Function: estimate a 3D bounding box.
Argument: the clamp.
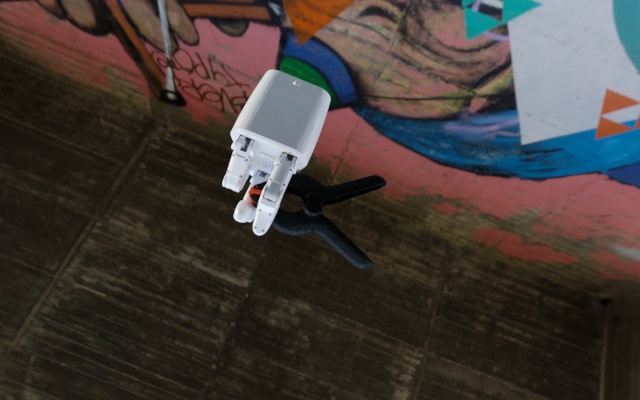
[{"bbox_3d":[0.000,0.002,0.592,0.171,0.120,0.039,22,-25,-1],"label":"clamp"}]
